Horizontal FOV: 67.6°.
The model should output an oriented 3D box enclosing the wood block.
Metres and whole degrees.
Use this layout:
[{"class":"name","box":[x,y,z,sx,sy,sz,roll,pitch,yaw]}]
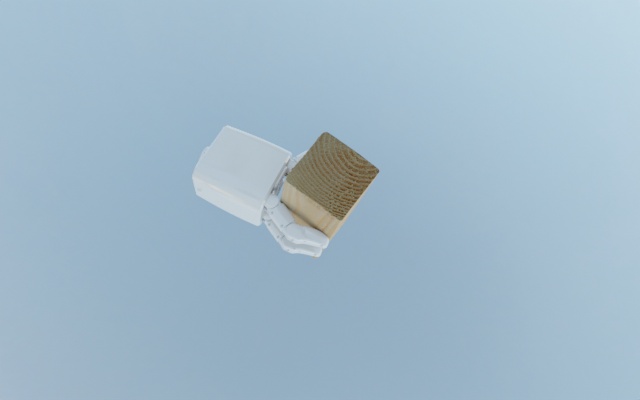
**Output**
[{"class":"wood block","box":[0.000,0.002,0.687,0.090,0.090,0.206,36,-21,4]}]
